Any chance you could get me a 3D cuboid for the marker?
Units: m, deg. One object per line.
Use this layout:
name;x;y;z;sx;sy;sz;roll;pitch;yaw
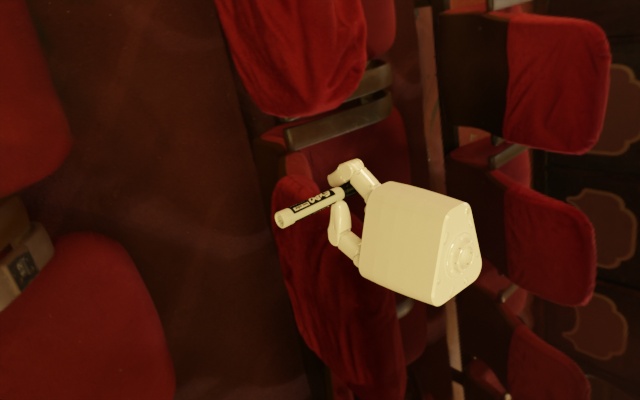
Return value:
marker;0.000;0.002;0.559;0.121;0.020;0.020;-24;14;-35
